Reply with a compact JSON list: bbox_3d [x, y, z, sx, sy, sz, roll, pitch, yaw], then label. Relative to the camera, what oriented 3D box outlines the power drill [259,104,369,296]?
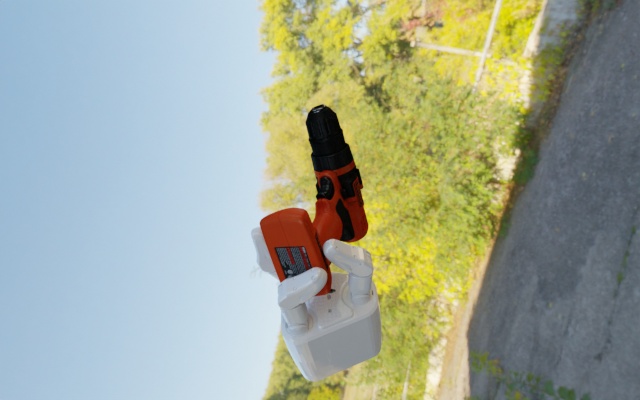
[{"bbox_3d":[0.000,0.002,0.545,0.057,0.184,0.187,-6,27,26],"label":"power drill"}]
